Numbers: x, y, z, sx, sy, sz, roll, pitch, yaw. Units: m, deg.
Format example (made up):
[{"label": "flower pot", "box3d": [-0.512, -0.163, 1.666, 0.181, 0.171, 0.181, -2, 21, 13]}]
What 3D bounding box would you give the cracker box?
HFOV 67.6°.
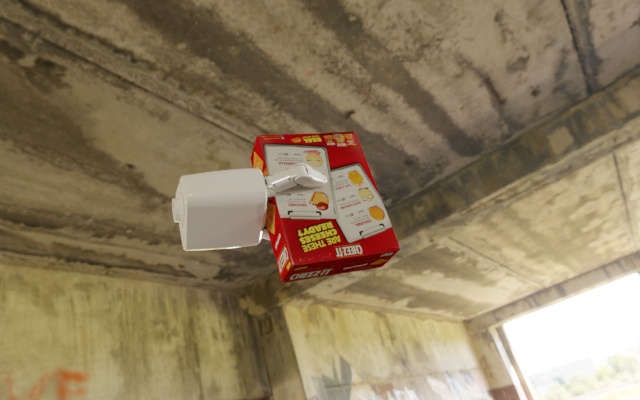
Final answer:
[{"label": "cracker box", "box3d": [0.000, 0.002, 0.705, 0.164, 0.213, 0.072, -5, -29, -23]}]
